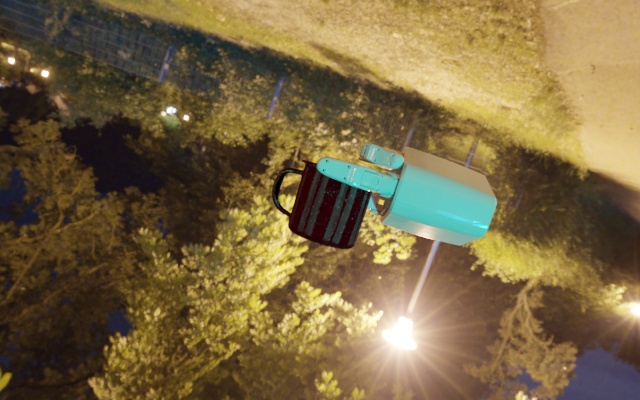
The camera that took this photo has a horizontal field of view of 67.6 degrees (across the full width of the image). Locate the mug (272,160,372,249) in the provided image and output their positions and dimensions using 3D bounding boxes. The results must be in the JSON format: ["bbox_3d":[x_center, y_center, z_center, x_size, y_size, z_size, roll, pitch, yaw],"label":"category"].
[{"bbox_3d":[-0.001,0.002,0.548,0.117,0.081,0.093,18,6,3],"label":"mug"}]
